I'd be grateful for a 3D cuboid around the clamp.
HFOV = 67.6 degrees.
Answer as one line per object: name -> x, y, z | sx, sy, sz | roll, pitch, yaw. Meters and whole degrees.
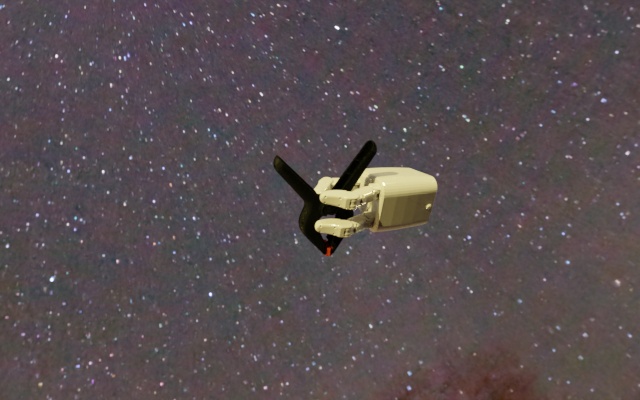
clamp -> 0.000, 0.003, 0.773 | 0.164, 0.210, 0.036 | -4, 33, -18
